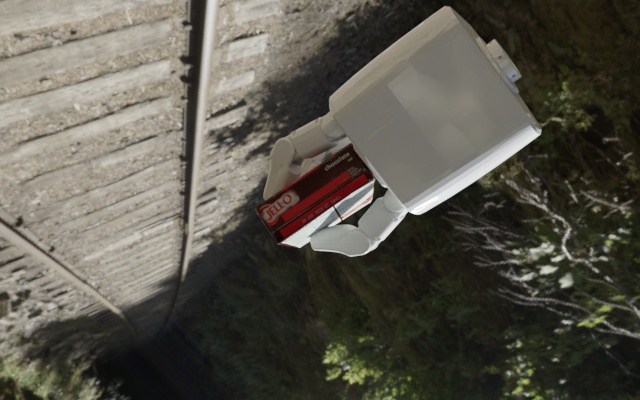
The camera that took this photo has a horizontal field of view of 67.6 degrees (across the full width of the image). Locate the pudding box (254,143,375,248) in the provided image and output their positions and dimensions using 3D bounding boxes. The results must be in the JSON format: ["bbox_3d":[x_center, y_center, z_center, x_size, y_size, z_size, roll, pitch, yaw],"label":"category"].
[{"bbox_3d":[0.000,0.001,0.409,0.090,0.039,0.113,-33,-11,0],"label":"pudding box"}]
